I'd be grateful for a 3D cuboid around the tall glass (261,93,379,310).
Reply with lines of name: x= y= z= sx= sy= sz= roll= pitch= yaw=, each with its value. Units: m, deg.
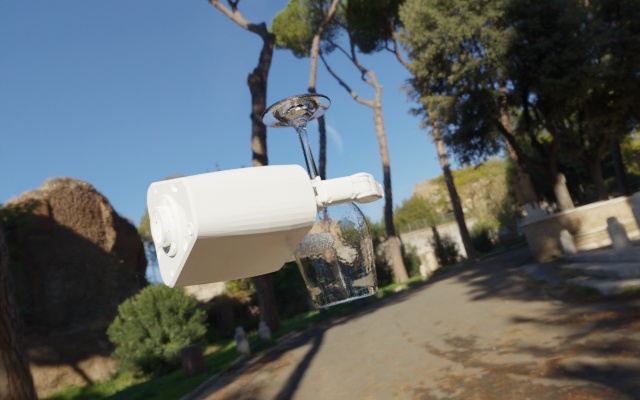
tall glass: x=0.000 y=0.001 z=0.473 sx=0.079 sy=0.201 sz=0.079 roll=-15 pitch=-11 yaw=-3
